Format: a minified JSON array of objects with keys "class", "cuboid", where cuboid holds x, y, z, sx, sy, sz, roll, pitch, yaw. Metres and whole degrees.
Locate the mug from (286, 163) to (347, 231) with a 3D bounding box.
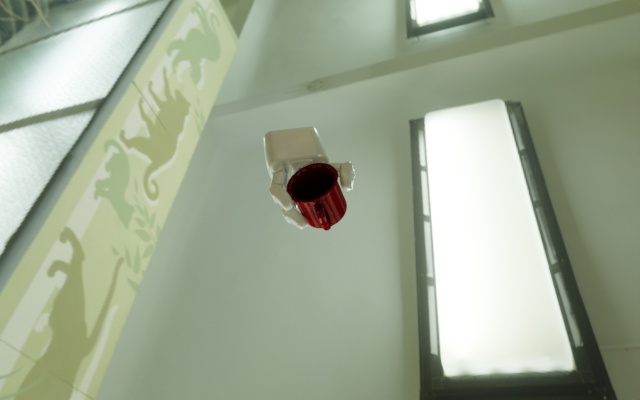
[{"class":"mug","cuboid":[0.001,0.004,0.827,0.093,0.117,0.082,-21,-47,5]}]
